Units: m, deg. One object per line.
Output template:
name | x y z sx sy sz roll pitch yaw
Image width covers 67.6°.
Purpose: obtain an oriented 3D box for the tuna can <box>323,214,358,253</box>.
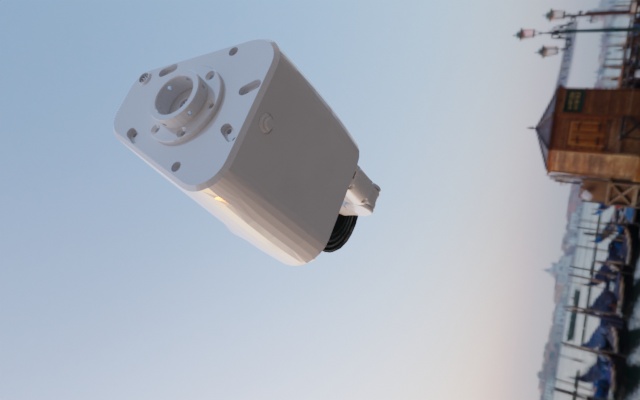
tuna can | 0.000 0.001 0.424 0.034 0.086 0.086 7 4 34
